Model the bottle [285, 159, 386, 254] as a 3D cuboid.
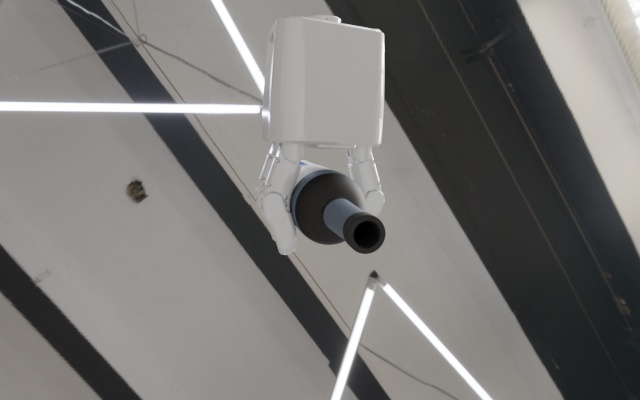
[{"bbox_3d":[0.000,0.002,0.464,0.069,0.069,0.295,0,8,-12],"label":"bottle"}]
